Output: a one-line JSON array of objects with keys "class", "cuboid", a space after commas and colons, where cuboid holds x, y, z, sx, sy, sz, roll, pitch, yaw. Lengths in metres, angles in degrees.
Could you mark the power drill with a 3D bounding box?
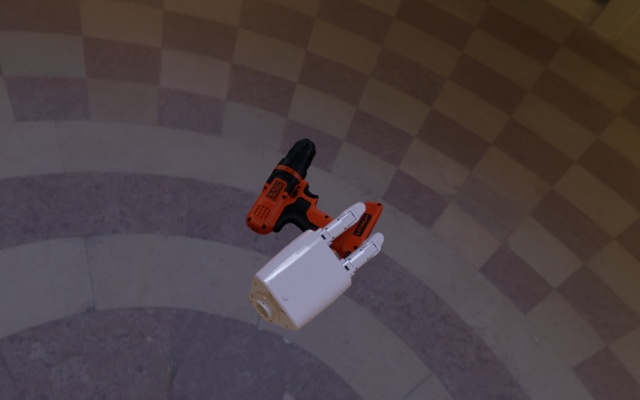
[{"class": "power drill", "cuboid": [0.000, 0.003, 0.763, 0.187, 0.184, 0.057, 25, -23, 11]}]
